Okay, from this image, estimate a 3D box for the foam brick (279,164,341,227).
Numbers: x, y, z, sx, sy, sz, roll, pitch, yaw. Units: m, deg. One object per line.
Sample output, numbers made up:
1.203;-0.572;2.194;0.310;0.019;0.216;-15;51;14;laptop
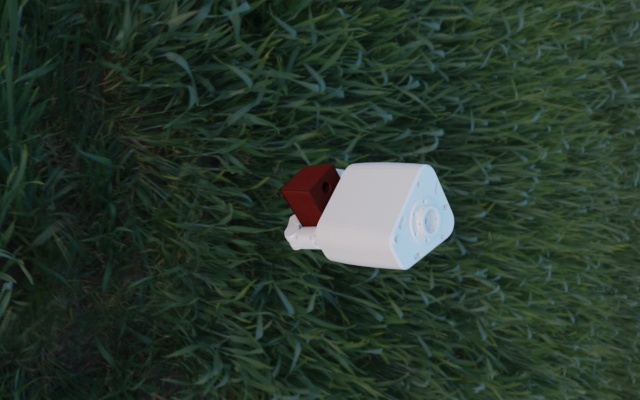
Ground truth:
0.000;0.002;0.572;0.051;0.078;0.053;0;39;46;foam brick
